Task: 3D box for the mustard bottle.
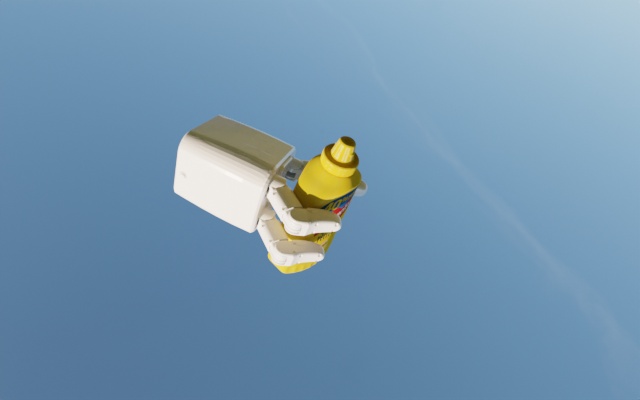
[{"bbox_3d":[0.000,0.002,0.558,0.058,0.192,0.096,44,47,20],"label":"mustard bottle"}]
